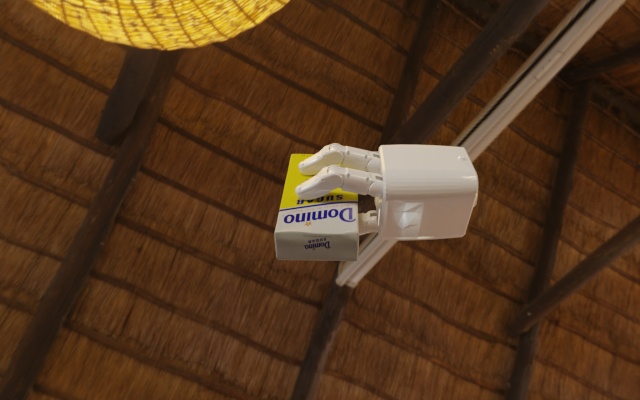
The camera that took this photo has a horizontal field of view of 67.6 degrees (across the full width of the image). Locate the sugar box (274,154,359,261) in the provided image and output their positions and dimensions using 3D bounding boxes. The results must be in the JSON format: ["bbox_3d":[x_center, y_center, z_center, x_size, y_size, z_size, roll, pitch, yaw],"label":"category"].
[{"bbox_3d":[0.000,0.001,0.589,0.093,0.048,0.176,0,32,2],"label":"sugar box"}]
